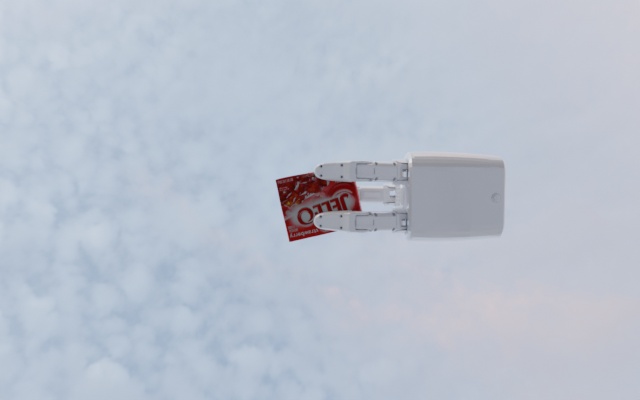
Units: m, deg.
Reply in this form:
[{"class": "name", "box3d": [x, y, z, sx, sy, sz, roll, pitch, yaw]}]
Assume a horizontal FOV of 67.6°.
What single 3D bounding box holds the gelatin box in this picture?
[{"class": "gelatin box", "box3d": [0.000, 0.002, 0.545, 0.089, 0.073, 0.030, -12, 2, 5]}]
